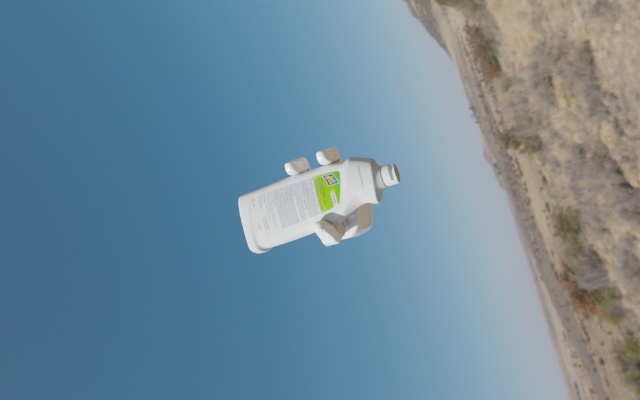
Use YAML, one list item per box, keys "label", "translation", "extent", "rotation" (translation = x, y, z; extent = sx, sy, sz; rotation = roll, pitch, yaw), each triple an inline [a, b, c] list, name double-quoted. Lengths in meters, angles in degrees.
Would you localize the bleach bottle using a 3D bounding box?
- label: "bleach bottle"
  translation: [0.000, 0.002, 0.730]
  extent: [0.251, 0.102, 0.068]
  rotation: [-17, -6, 21]
